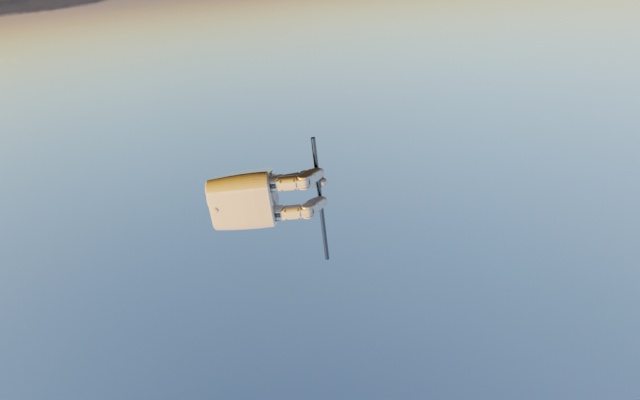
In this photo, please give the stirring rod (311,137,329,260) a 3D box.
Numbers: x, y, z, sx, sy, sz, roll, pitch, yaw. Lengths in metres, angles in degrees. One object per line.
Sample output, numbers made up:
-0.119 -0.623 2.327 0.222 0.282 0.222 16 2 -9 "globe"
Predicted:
0.000 0.003 0.848 0.011 0.240 0.011 -5 26 3 "stirring rod"
